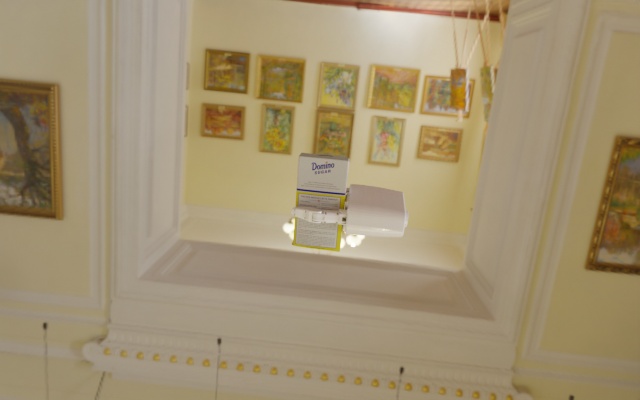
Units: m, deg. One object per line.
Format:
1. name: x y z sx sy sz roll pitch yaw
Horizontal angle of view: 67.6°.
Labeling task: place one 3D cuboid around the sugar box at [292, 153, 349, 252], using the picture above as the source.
1. sugar box: 0.000 0.003 0.894 0.093 0.176 0.048 7 13 4
